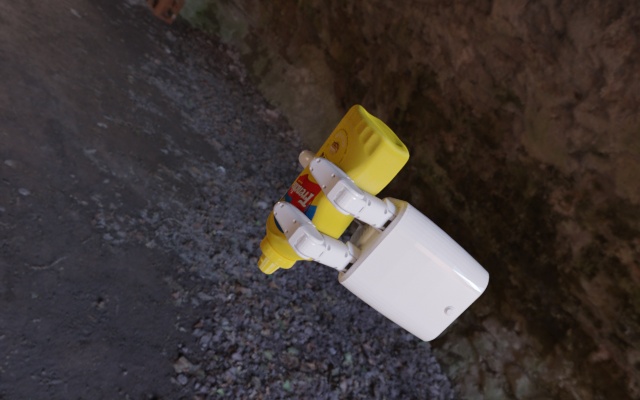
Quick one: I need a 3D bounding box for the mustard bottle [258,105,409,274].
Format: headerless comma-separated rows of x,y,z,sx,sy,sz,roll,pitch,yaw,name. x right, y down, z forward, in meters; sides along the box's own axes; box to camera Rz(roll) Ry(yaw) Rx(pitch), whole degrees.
0.000,0.001,0.474,0.058,0.192,0.096,29,20,-30,mustard bottle
